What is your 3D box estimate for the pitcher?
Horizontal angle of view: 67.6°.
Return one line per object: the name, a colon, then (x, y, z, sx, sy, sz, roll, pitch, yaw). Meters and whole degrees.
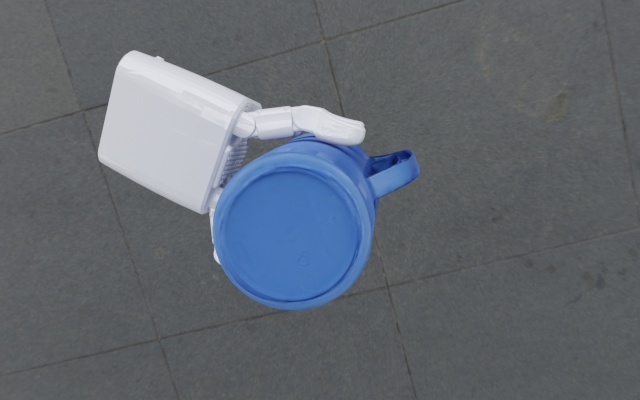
pitcher: (0.000, 0.001, 0.425, 0.145, 0.149, 0.243, 25, 9, 1)
